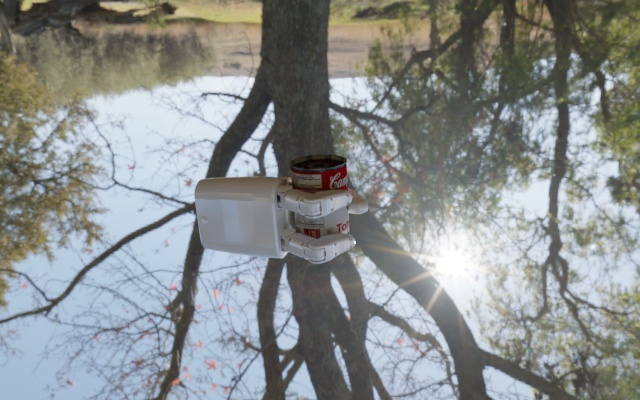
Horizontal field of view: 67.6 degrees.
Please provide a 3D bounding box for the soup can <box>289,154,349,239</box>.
[{"bbox_3d":[0.001,0.002,0.576,0.068,0.102,0.068,-3,19,1],"label":"soup can"}]
